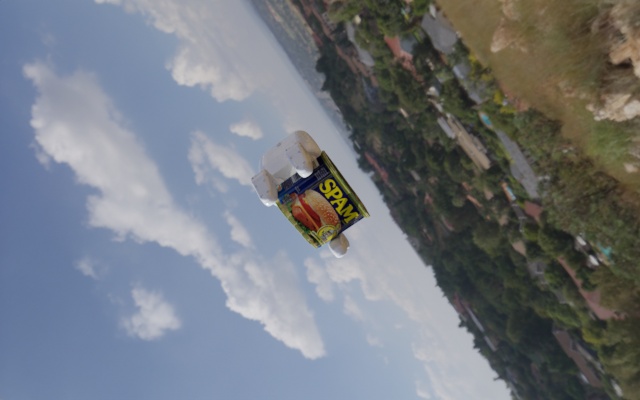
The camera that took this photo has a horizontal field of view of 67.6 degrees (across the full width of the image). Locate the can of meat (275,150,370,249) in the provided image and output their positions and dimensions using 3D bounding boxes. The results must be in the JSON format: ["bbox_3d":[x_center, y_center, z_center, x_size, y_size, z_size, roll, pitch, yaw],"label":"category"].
[{"bbox_3d":[0.000,0.002,0.608,0.084,0.102,0.057,-35,30,7],"label":"can of meat"}]
